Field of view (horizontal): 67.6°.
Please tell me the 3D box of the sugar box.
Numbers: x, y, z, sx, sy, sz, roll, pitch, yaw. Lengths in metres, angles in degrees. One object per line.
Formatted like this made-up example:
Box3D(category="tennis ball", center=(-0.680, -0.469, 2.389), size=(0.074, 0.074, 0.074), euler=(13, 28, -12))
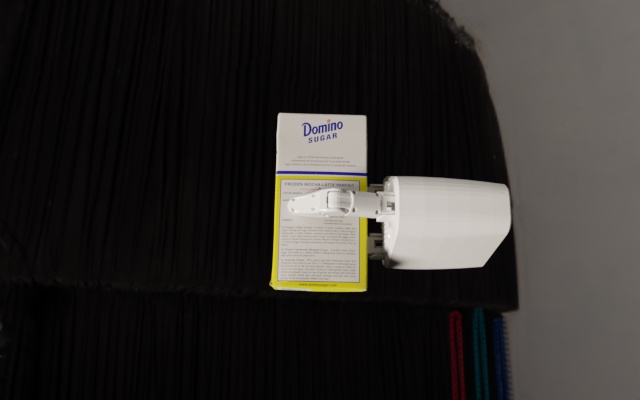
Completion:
Box3D(category="sugar box", center=(0.000, 0.002, 0.484), size=(0.093, 0.176, 0.048), euler=(2, -14, -1))
